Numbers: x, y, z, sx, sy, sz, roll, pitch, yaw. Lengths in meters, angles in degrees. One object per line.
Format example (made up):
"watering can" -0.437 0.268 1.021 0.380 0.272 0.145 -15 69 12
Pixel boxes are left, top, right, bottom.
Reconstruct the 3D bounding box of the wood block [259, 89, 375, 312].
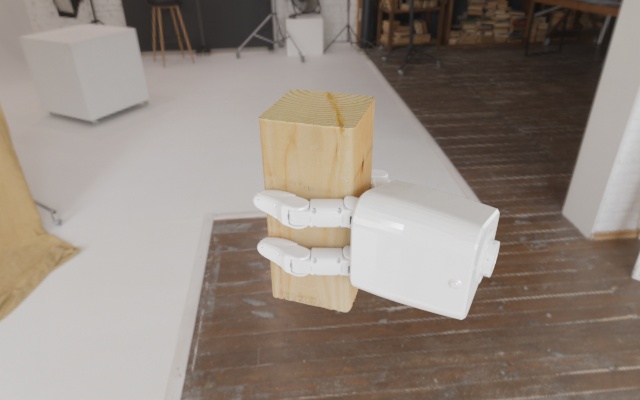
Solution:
"wood block" 0.001 0.001 0.494 0.090 0.206 0.090 9 31 15
